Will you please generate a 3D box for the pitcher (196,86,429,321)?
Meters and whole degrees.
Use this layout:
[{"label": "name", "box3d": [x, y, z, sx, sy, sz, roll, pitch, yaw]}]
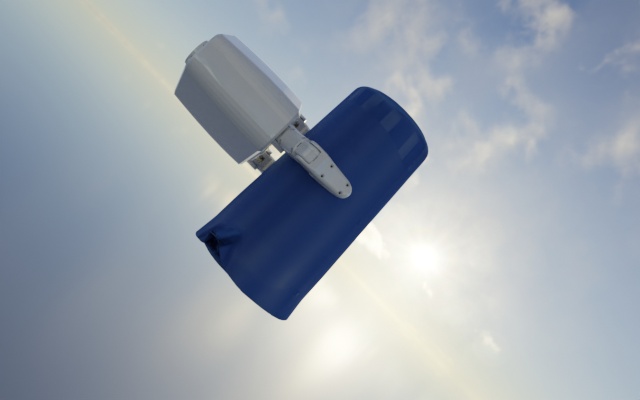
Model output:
[{"label": "pitcher", "box3d": [0.000, 0.002, 0.520, 0.145, 0.243, 0.149, 46, -3, -13]}]
